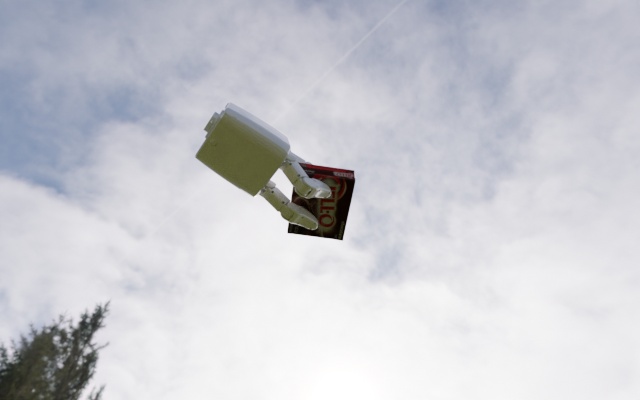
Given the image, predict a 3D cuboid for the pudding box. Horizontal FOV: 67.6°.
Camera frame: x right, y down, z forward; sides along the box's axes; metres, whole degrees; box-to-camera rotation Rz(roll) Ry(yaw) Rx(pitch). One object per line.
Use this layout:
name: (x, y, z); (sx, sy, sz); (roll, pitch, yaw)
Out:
pudding box: (0.000, 0.002, 0.731); (0.090, 0.114, 0.039); (8, 32, -2)
